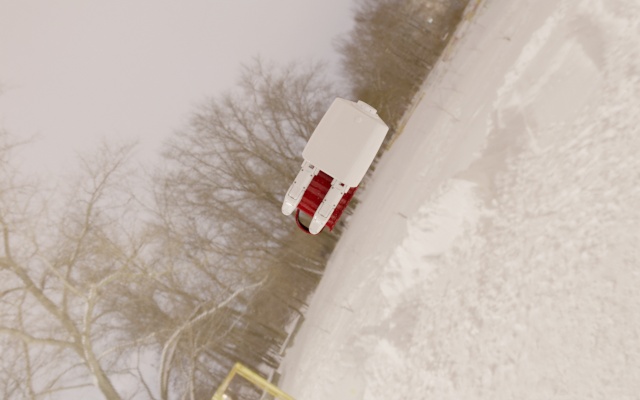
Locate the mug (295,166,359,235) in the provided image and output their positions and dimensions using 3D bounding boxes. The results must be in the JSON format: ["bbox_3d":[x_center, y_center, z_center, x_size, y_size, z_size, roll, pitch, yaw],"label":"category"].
[{"bbox_3d":[-0.001,0.004,0.803,0.081,0.117,0.093,32,16,3],"label":"mug"}]
